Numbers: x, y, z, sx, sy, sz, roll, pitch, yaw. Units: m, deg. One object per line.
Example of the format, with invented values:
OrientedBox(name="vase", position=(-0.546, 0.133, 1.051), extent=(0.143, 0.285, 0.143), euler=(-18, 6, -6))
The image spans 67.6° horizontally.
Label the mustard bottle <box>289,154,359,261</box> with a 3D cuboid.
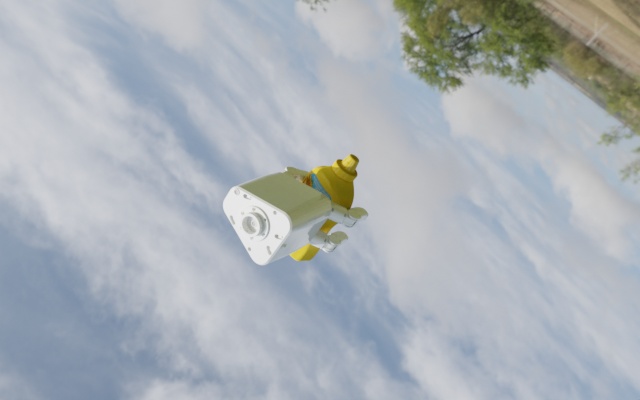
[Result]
OrientedBox(name="mustard bottle", position=(0.000, 0.003, 0.766), extent=(0.058, 0.192, 0.096), euler=(7, 40, -44))
